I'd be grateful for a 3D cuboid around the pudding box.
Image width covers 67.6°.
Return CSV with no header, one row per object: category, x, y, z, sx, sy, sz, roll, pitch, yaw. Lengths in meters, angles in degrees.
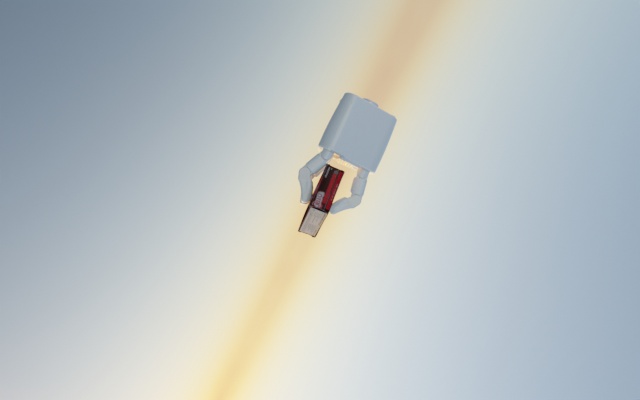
pudding box,0.000,0.003,0.832,0.039,0.090,0.113,23,-29,0
